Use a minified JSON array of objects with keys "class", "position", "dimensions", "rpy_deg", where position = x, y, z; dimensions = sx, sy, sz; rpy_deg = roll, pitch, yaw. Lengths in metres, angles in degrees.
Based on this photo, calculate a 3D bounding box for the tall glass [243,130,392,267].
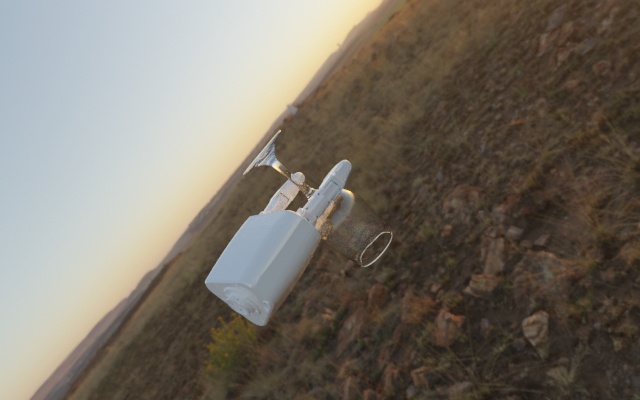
[{"class":"tall glass","position":[0.000,0.001,0.624],"dimensions":[0.201,0.079,0.079],"rpy_deg":[40,-8,-10]}]
